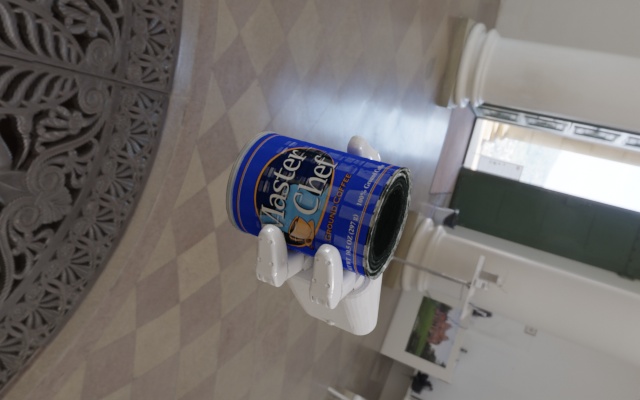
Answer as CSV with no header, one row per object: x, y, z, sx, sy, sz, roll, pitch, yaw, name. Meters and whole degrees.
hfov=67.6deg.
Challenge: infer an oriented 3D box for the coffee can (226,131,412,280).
0.000,0.001,0.440,0.140,0.103,0.103,18,7,23,coffee can
